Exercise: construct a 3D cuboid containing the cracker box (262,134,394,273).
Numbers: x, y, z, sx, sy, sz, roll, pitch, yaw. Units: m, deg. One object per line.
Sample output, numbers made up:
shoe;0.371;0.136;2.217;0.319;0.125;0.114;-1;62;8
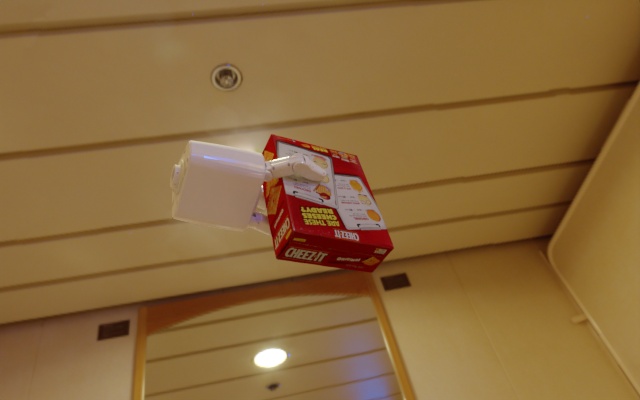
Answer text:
cracker box;0.000;0.002;0.738;0.164;0.213;0.072;12;-50;-26
